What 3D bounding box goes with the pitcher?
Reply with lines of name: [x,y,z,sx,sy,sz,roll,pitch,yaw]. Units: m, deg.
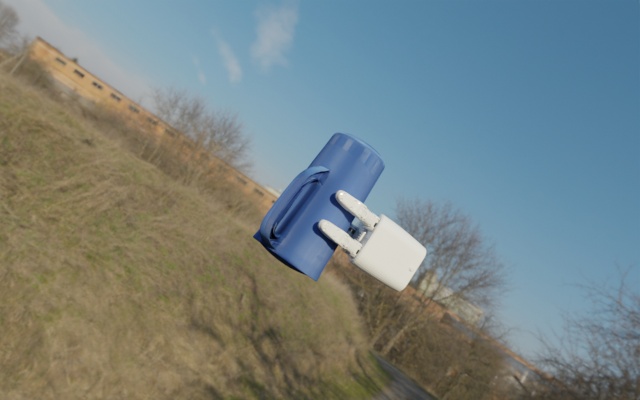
pitcher: [0.000,0.003,0.813,0.145,0.243,0.149,36,-7,-12]
